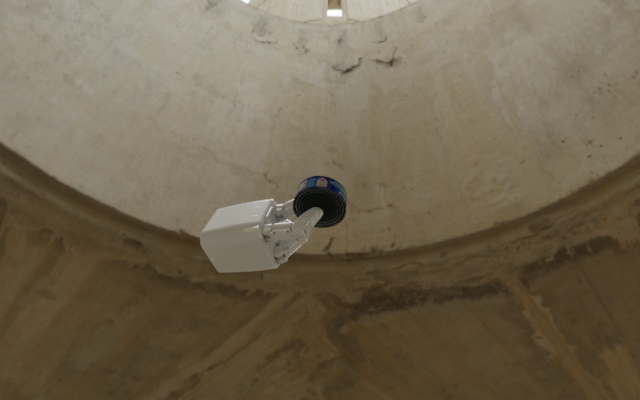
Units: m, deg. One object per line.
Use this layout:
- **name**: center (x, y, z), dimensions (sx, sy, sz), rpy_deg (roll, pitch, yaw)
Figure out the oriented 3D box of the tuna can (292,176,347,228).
- **tuna can**: center (0.000, 0.002, 0.764), dimensions (0.086, 0.086, 0.033), rpy_deg (0, 42, 10)
